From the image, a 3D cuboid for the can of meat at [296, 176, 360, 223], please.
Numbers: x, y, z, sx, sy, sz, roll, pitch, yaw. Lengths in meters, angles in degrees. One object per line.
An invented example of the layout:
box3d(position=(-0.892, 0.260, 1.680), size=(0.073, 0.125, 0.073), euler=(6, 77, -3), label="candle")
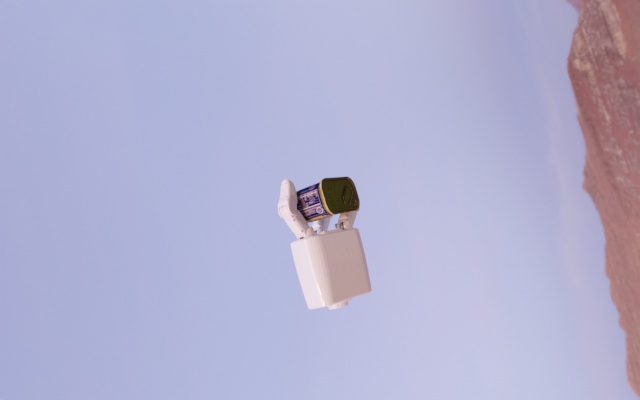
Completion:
box3d(position=(0.000, 0.003, 0.760), size=(0.084, 0.057, 0.102), euler=(-20, -6, 33), label="can of meat")
